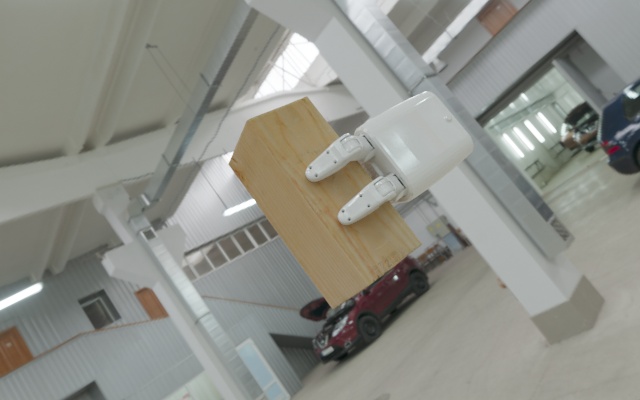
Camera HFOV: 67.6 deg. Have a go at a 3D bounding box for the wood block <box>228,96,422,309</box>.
[{"bbox_3d":[0.000,0.002,0.529,0.090,0.206,0.091,-30,-12,-34],"label":"wood block"}]
